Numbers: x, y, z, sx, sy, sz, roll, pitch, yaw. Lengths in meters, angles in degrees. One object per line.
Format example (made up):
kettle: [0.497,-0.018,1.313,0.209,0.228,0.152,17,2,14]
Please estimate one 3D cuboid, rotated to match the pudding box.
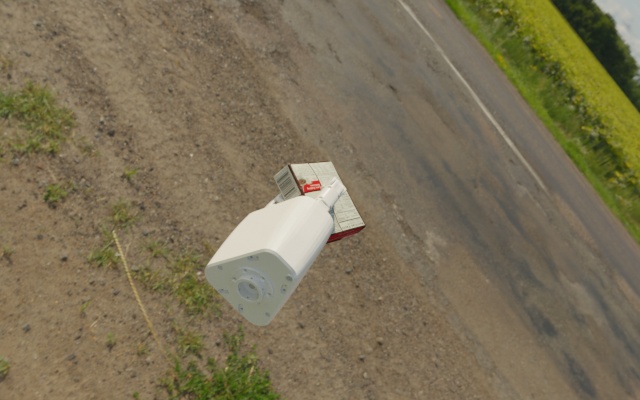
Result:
pudding box: [0.000,0.002,0.643,0.090,0.113,0.039,-9,-22,-49]
